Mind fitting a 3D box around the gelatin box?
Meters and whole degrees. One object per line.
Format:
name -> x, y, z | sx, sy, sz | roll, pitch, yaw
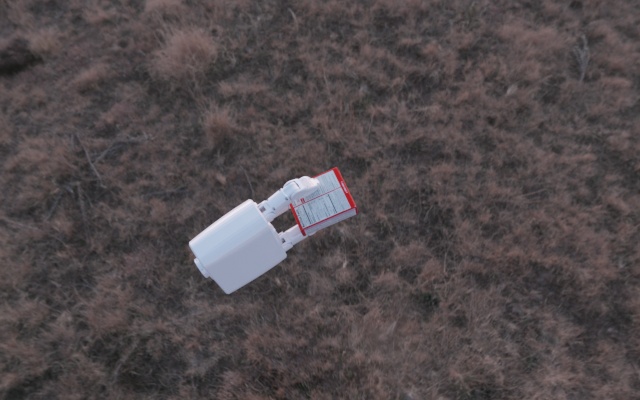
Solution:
gelatin box -> 0.000, 0.002, 0.708 | 0.089, 0.073, 0.030 | -24, -26, -2
